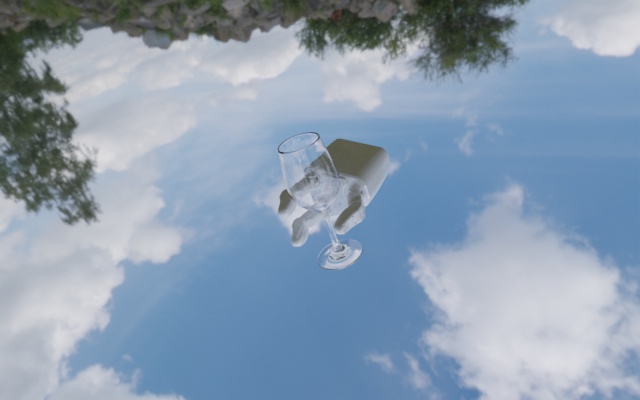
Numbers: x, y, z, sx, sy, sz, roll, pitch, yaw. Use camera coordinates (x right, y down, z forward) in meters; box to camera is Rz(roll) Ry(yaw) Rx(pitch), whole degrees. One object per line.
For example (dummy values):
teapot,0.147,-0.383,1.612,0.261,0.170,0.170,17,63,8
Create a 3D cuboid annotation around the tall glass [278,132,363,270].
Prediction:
tall glass,0.000,0.003,0.704,0.079,0.201,0.079,-16,28,9
